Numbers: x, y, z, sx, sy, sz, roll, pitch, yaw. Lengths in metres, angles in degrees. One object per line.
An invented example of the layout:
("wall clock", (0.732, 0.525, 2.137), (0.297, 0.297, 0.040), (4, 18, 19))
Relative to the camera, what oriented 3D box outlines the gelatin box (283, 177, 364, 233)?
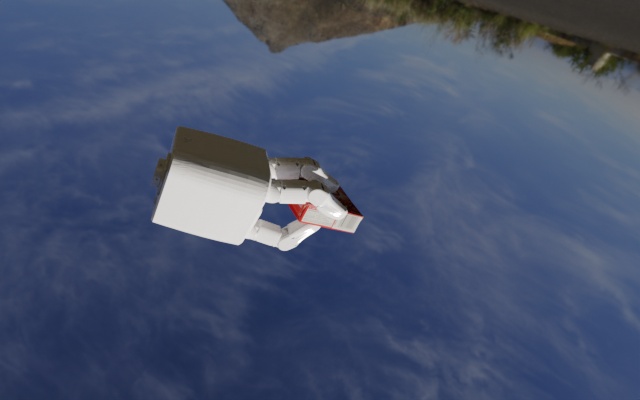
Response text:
("gelatin box", (0.000, 0.002, 0.601), (0.089, 0.030, 0.073), (14, 27, -34))
